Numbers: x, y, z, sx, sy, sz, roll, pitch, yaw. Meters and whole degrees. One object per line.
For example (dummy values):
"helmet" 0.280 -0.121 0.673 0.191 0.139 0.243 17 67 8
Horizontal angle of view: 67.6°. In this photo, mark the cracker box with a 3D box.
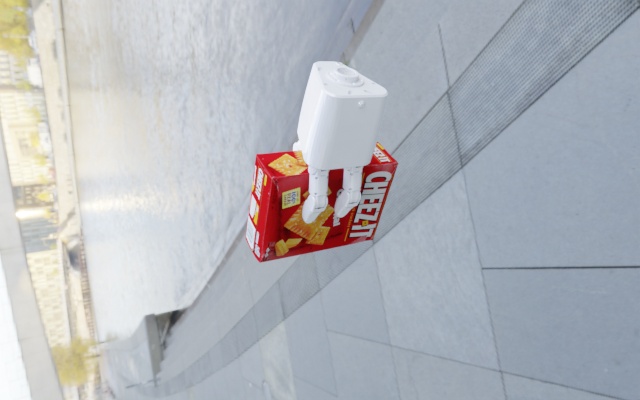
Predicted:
"cracker box" 0.000 0.002 0.744 0.213 0.164 0.072 -8 41 -27
